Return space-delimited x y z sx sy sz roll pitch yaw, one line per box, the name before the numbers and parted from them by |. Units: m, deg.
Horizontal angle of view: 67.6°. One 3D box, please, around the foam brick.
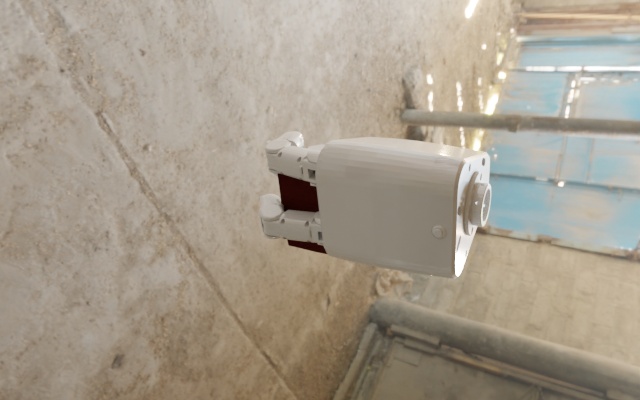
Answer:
foam brick | 0.000 0.002 0.433 0.051 0.078 0.053 9 30 29
